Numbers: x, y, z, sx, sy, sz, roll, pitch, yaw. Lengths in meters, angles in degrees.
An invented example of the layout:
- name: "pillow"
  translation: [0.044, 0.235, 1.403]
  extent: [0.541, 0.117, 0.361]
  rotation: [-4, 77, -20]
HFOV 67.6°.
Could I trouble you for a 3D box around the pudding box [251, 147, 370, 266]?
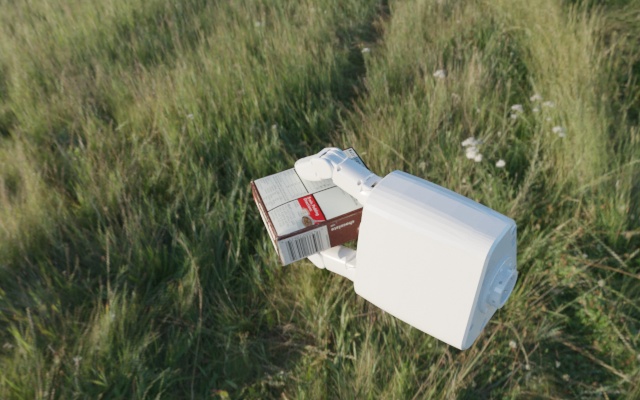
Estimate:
- name: "pudding box"
  translation: [0.000, 0.001, 0.453]
  extent: [0.113, 0.039, 0.090]
  rotation: [-18, 43, -11]
